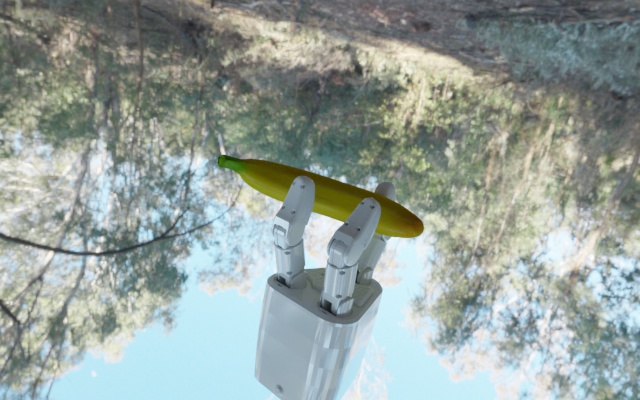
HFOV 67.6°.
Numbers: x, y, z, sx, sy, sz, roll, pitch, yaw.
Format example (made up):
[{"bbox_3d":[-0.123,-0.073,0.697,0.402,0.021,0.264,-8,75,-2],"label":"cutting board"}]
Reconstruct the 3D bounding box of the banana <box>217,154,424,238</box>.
[{"bbox_3d":[0.002,-0.002,0.453,0.198,0.037,0.069,17,12,12],"label":"banana"}]
